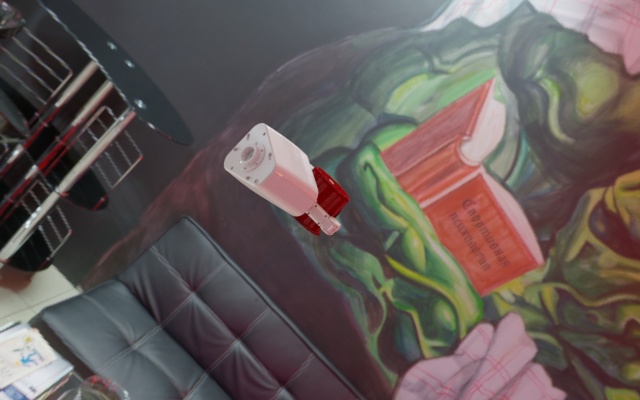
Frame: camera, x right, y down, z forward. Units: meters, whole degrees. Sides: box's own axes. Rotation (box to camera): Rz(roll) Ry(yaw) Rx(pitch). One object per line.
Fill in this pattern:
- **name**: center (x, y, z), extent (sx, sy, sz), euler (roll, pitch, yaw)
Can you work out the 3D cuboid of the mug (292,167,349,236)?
- **mug**: center (0.001, 0.003, 0.809), extent (0.117, 0.081, 0.093), euler (35, 13, -49)
